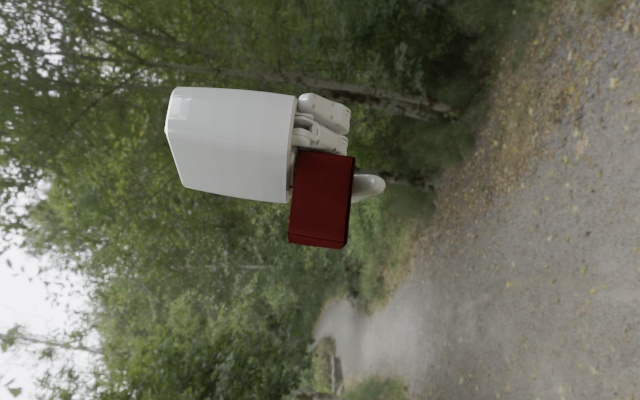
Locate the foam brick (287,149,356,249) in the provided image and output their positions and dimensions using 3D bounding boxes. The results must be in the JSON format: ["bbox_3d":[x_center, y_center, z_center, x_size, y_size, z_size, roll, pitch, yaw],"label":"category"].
[{"bbox_3d":[0.000,0.002,0.430,0.051,0.078,0.053,7,-14,-2],"label":"foam brick"}]
